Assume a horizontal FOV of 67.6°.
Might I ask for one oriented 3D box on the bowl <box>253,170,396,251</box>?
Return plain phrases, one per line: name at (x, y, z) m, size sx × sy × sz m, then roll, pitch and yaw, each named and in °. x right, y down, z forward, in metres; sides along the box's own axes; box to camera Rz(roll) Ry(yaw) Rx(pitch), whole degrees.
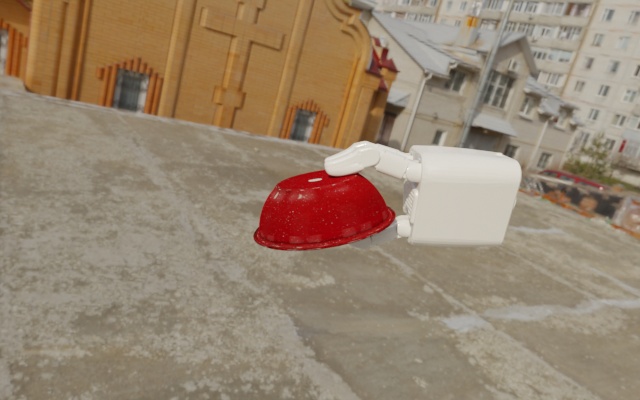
bowl at (-0.001, 0.002, 0.532) m, size 0.162 × 0.055 × 0.162 m, roll -9°, pitch 14°, yaw 2°
